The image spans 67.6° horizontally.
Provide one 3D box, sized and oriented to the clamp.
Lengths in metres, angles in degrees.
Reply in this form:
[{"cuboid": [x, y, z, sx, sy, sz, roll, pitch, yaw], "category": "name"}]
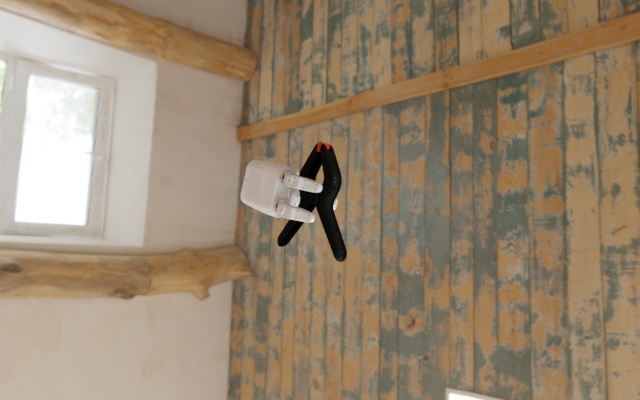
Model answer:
[{"cuboid": [0.001, 0.002, 0.854, 0.164, 0.210, 0.036, 17, 6, 42], "category": "clamp"}]
